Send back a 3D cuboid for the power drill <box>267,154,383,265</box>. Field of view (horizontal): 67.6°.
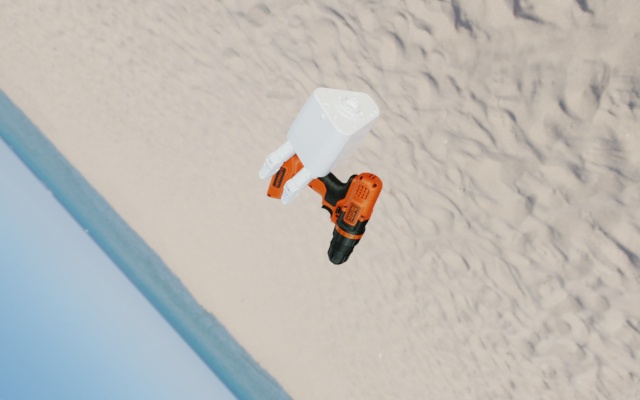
[{"bbox_3d":[0.000,0.002,0.836,0.187,0.184,0.057,30,28,15],"label":"power drill"}]
